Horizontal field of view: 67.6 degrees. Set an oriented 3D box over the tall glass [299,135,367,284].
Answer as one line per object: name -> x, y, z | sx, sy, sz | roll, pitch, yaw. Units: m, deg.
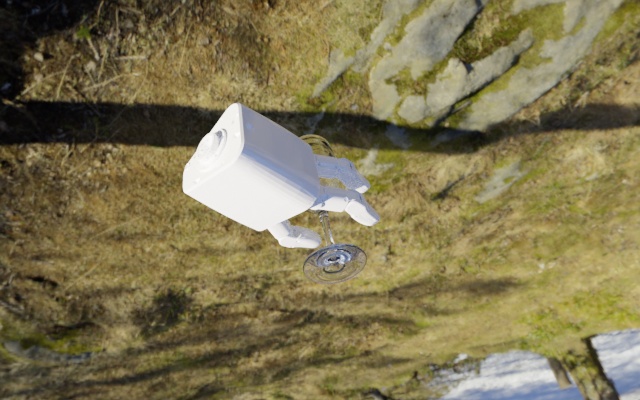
tall glass -> 0.000, 0.003, 0.608 | 0.079, 0.200, 0.079 | -7, -43, -6
